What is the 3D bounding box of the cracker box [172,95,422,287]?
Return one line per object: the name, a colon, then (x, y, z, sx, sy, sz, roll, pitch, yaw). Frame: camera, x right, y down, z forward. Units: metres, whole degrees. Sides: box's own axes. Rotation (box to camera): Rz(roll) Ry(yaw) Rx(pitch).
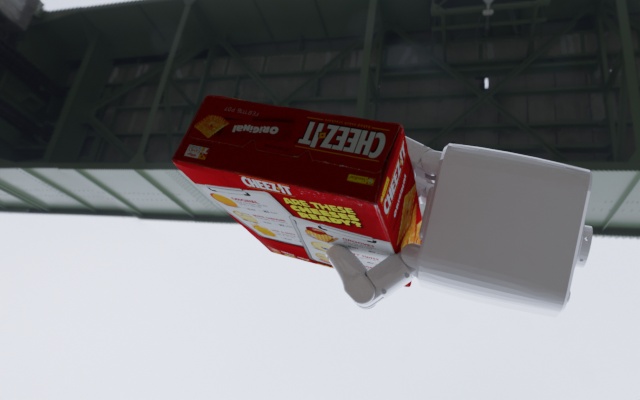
cracker box: (0.000, 0.002, 0.427, 0.164, 0.072, 0.214, 12, -21, 21)
